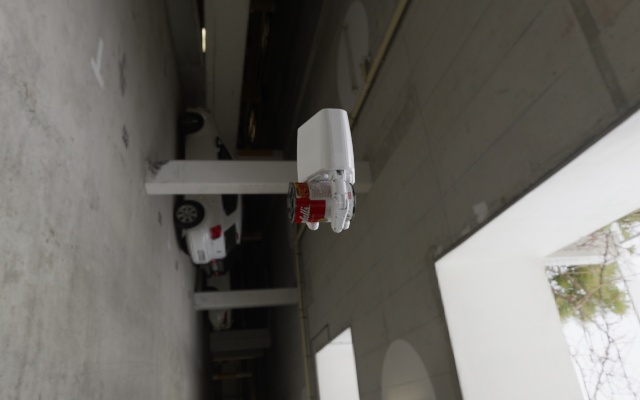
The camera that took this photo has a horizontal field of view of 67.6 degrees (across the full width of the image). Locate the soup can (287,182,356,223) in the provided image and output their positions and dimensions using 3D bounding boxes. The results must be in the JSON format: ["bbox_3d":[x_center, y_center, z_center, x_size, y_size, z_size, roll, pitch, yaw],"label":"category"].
[{"bbox_3d":[0.000,0.003,0.791,0.102,0.068,0.068,-1,0,-13],"label":"soup can"}]
